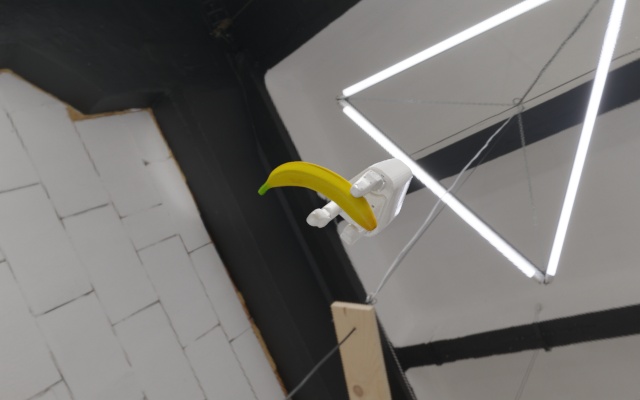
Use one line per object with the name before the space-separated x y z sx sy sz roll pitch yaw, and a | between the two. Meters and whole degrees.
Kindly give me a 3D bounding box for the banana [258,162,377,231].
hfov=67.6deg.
banana | 0.000 -0.016 0.715 0.198 0.070 0.037 18 20 22
